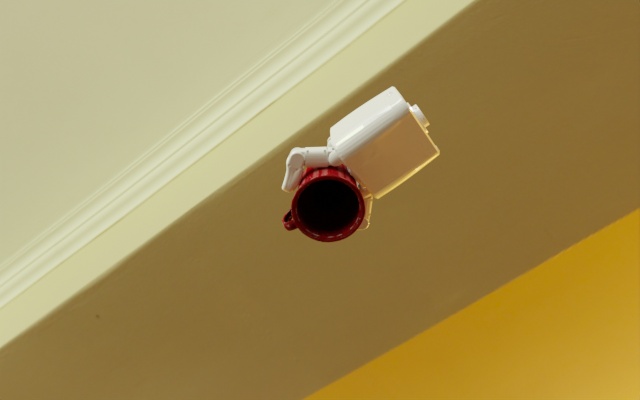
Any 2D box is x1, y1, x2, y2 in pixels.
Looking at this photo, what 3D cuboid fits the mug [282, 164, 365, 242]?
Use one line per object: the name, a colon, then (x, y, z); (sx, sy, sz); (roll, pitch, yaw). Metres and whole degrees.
mug: (-0.001, 0.003, 0.637); (0.117, 0.093, 0.081); (-33, 20, 14)
